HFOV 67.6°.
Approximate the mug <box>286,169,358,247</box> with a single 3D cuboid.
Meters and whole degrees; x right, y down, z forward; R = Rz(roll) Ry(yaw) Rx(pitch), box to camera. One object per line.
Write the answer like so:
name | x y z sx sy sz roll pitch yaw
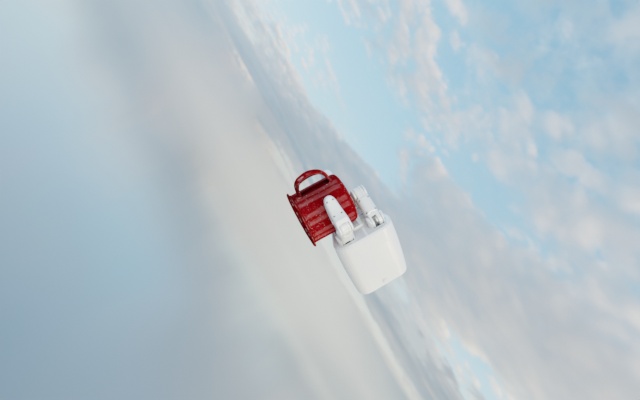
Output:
mug | 0.000 0.001 0.734 0.081 0.117 0.093 -29 31 -7
